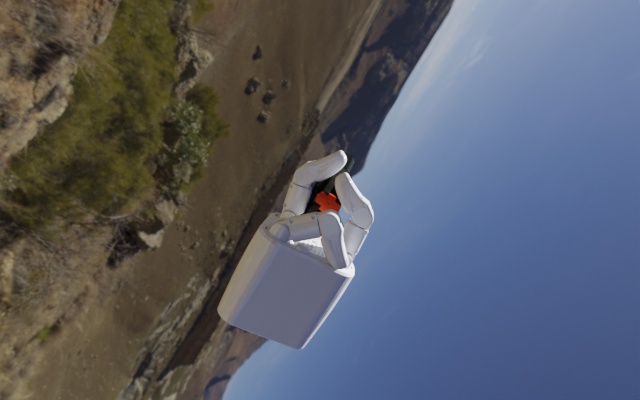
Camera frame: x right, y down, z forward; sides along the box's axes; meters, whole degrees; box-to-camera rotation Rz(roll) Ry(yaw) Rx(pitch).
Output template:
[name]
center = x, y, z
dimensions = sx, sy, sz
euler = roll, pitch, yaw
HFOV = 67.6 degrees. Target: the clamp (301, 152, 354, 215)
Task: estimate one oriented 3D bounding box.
[clamp]
center = 0.001, 0.002, 0.578
dimensions = 0.039, 0.120, 0.171
euler = 30, 13, -1
